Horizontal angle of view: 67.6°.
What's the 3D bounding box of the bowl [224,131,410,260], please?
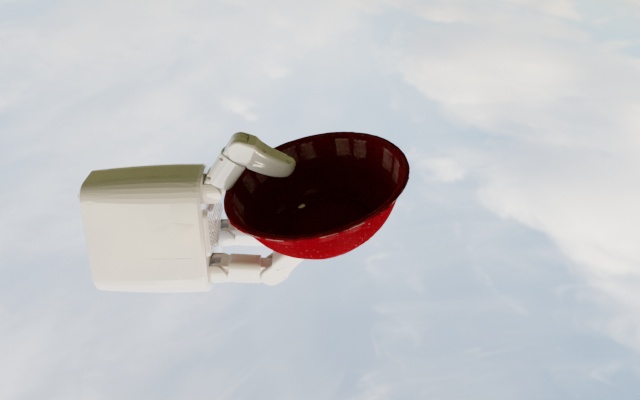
[{"bbox_3d":[0.001,0.002,0.422,0.162,0.055,0.162,-10,34,7],"label":"bowl"}]
